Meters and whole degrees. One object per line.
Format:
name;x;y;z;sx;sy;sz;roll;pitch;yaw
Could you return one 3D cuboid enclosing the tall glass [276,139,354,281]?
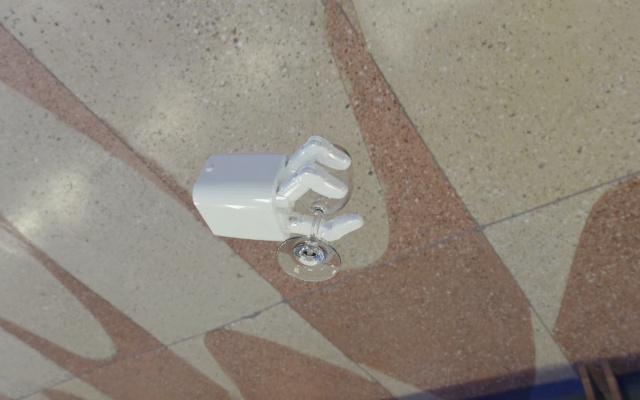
tall glass;0.000;0.002;0.609;0.079;0.079;0.201;0;41;11
